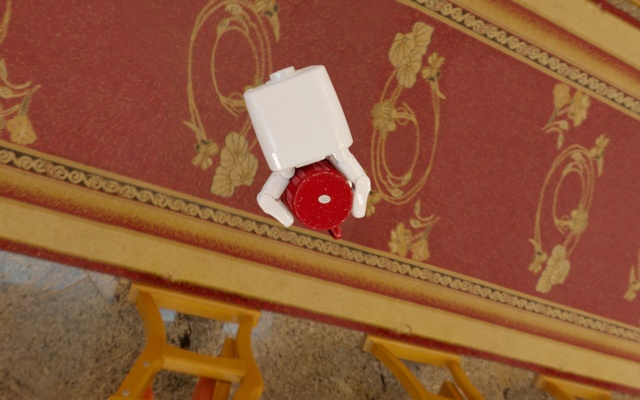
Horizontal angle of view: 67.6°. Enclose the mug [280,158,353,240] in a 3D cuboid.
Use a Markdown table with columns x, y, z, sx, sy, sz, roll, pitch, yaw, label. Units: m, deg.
| x | y | z | sx | sy | sz | roll | pitch | yaw | label |
| --- | --- | --- | --- | --- | --- | --- | --- | --- | --- |
| 0.001 | 0.003 | 0.649 | 0.093 | 0.117 | 0.081 | -24 | 18 | -5 | mug |
